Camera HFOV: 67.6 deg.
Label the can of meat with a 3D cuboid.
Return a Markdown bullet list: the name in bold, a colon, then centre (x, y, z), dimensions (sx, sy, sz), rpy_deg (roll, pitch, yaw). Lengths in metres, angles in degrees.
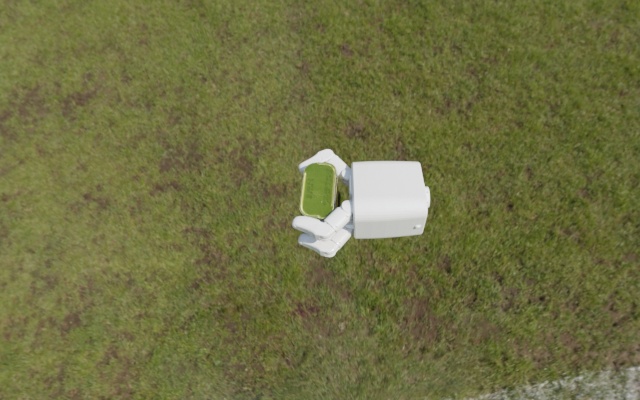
- **can of meat**: centre (0.000, 0.002, 0.744), dimensions (0.057, 0.102, 0.084), rpy_deg (2, -28, 6)
